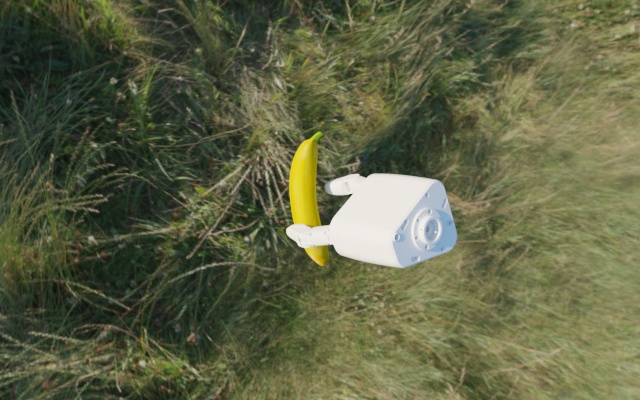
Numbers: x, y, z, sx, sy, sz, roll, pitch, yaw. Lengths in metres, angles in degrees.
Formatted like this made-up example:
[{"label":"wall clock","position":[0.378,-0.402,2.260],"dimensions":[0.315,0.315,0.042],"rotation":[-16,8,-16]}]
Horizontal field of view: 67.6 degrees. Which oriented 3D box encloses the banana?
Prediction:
[{"label":"banana","position":[-0.014,0.000,0.682],"dimensions":[0.069,0.198,0.037],"rotation":[-4,4,-42]}]
